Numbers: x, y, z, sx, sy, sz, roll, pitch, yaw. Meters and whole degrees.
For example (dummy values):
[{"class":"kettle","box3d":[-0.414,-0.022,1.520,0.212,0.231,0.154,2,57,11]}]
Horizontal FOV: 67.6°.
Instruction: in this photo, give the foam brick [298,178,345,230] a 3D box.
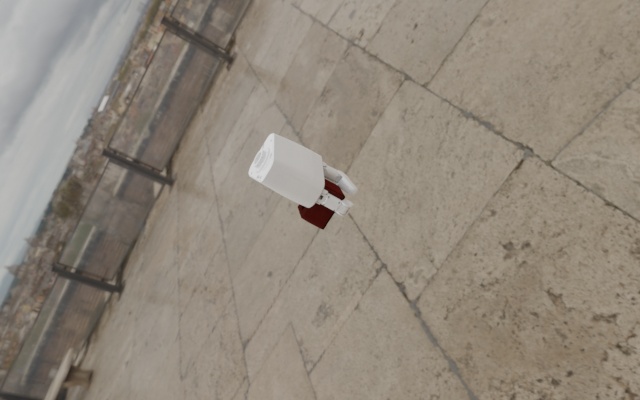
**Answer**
[{"class":"foam brick","box3d":[0.000,0.003,0.890,0.051,0.078,0.053,26,17,-22]}]
